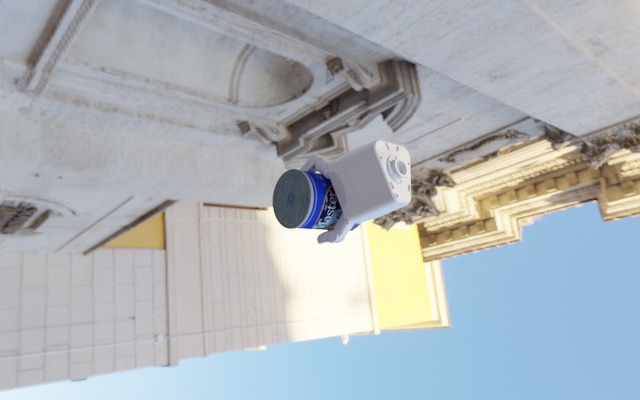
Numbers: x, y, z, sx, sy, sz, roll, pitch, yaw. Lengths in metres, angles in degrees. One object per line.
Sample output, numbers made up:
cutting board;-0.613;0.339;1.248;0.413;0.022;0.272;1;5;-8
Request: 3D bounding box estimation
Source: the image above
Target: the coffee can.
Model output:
coffee can;0.000;0.003;0.854;0.140;0.103;0.103;6;-4;-43
